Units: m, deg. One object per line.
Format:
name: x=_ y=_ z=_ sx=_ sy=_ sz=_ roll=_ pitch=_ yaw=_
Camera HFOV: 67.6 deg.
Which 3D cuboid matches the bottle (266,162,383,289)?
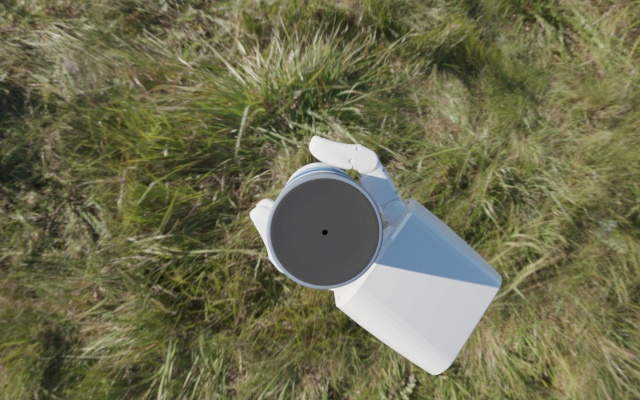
bottle: x=0.000 y=0.001 z=0.414 sx=0.069 sy=0.069 sz=0.295 roll=0 pitch=7 yaw=-1
